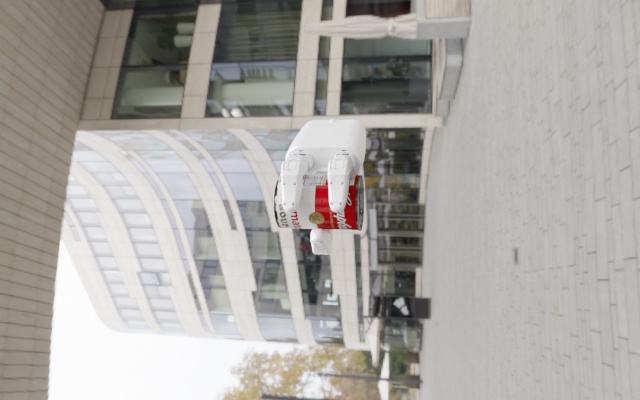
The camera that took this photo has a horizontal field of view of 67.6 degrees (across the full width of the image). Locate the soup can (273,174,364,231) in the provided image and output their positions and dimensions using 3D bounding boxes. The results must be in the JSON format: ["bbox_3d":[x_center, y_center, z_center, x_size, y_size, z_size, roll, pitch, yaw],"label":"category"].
[{"bbox_3d":[0.000,0.002,0.585,0.102,0.068,0.068,1,0,10],"label":"soup can"}]
